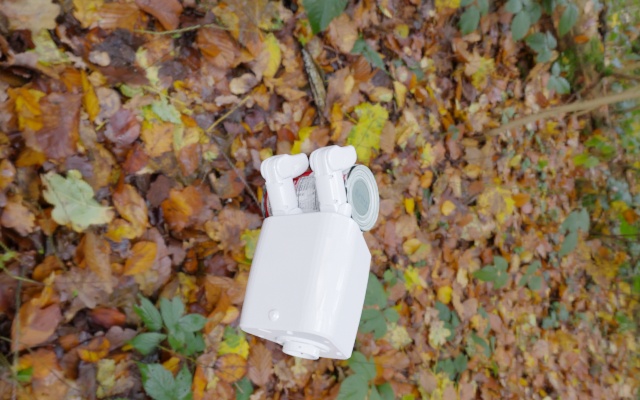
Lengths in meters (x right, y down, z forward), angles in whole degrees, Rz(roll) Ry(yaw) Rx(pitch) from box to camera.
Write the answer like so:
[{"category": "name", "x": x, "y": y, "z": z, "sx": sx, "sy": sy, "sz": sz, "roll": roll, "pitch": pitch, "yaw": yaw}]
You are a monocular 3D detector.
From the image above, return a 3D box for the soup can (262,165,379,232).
[{"category": "soup can", "x": 0.000, "y": 0.001, "z": 0.489, "sx": 0.102, "sy": 0.068, "sz": 0.068, "roll": -6, "pitch": -3, "yaw": 33}]
